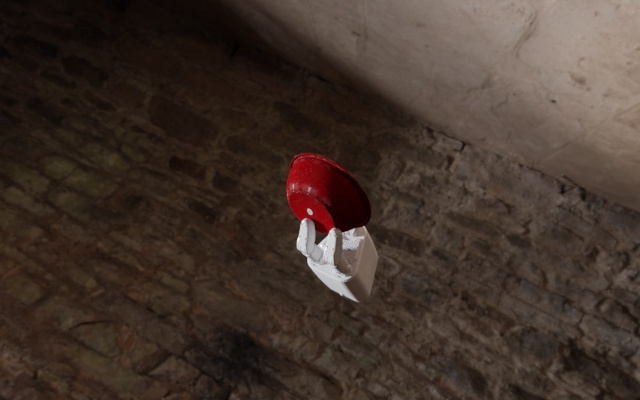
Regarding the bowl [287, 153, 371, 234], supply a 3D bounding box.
[{"bbox_3d":[-0.001,0.002,0.770,0.162,0.162,0.055,0,41,50],"label":"bowl"}]
